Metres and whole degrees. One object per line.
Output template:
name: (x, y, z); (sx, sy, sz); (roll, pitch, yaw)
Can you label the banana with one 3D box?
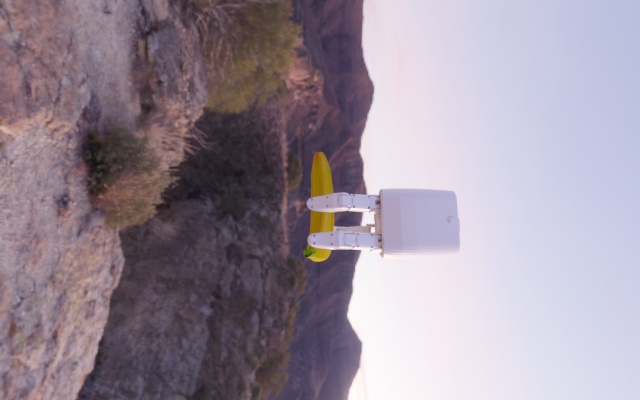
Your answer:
banana: (0.001, 0.017, 0.714); (0.037, 0.197, 0.070); (-1, -40, 5)
